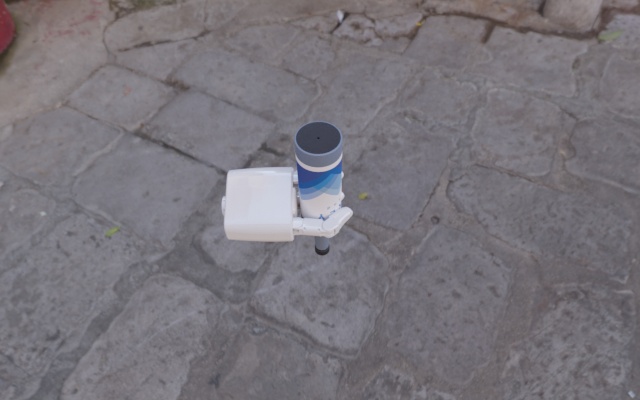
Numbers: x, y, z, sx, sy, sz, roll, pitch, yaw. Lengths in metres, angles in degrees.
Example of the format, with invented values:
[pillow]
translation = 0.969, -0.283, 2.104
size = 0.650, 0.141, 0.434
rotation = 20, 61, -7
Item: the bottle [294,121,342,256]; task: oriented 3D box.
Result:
[bottle]
translation = 0.000, 0.002, 0.772
size = 0.069, 0.069, 0.296
rotation = 0, -37, 2
